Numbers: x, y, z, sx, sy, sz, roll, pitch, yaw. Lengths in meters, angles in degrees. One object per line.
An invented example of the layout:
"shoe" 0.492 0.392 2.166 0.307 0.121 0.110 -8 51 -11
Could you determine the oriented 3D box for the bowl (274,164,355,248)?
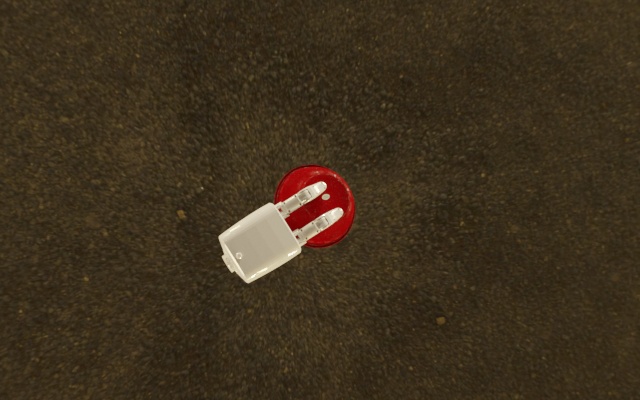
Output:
"bowl" 0.001 0.002 0.872 0.162 0.162 0.055 0 -15 -22
